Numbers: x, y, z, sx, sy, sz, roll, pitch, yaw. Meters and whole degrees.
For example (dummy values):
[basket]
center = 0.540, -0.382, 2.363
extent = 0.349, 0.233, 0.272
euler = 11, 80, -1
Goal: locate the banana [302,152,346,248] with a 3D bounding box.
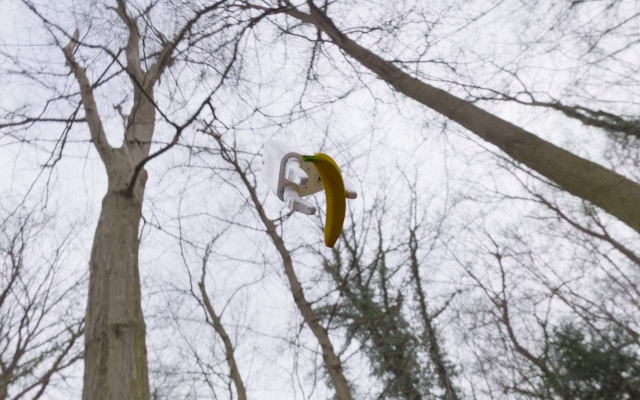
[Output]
[banana]
center = 0.015, -0.009, 0.834
extent = 0.069, 0.198, 0.037
euler = -29, 34, -21
